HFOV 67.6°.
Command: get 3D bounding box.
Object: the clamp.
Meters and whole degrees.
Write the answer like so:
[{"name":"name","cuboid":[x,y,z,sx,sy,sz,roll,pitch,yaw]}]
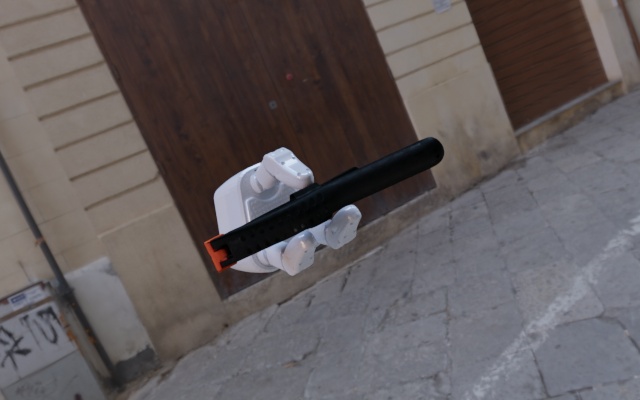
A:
[{"name":"clamp","cuboid":[-0.001,0.001,0.429,0.210,0.036,0.164,-28,3,-29]}]
